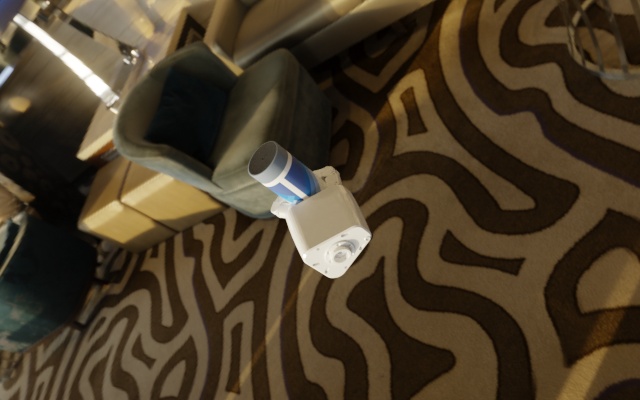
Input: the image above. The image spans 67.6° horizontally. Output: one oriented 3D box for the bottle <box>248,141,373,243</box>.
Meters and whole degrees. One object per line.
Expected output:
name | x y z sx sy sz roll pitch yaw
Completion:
bottle | 0.000 0.003 0.849 0.069 0.069 0.296 0 -28 45
